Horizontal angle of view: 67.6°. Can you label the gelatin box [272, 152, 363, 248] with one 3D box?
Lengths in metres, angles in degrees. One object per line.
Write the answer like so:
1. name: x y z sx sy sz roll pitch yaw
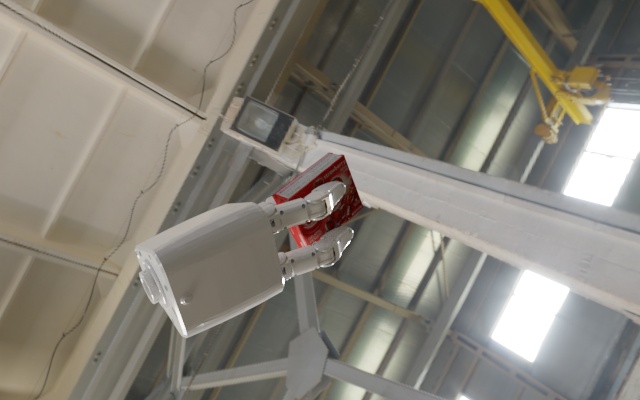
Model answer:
1. gelatin box: 0.000 0.001 0.523 0.089 0.073 0.030 -40 34 -26
